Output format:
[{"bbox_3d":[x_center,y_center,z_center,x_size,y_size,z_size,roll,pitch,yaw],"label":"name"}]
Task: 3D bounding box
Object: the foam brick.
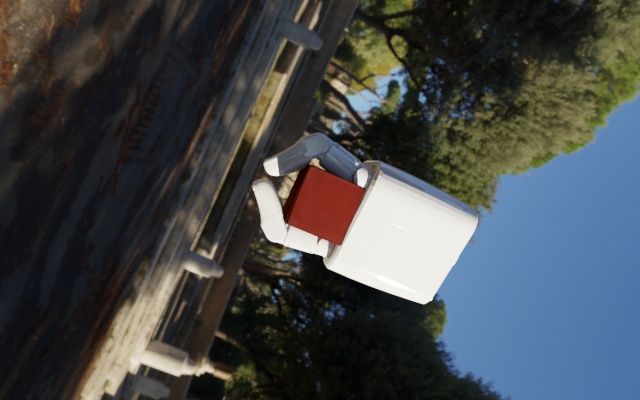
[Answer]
[{"bbox_3d":[0.000,0.001,0.419,0.051,0.053,0.078,24,2,-8],"label":"foam brick"}]
